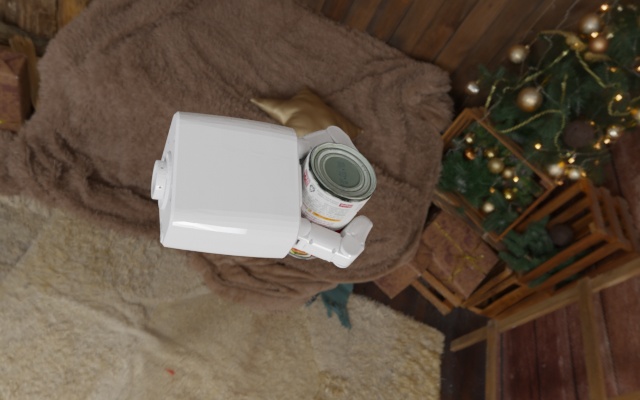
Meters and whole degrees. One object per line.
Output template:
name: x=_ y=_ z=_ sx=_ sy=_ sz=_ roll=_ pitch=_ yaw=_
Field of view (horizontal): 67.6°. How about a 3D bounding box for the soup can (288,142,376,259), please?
soup can: x=0.001 y=0.001 z=0.454 sx=0.068 sy=0.068 sz=0.102 roll=0 pitch=-35 yaw=-30
